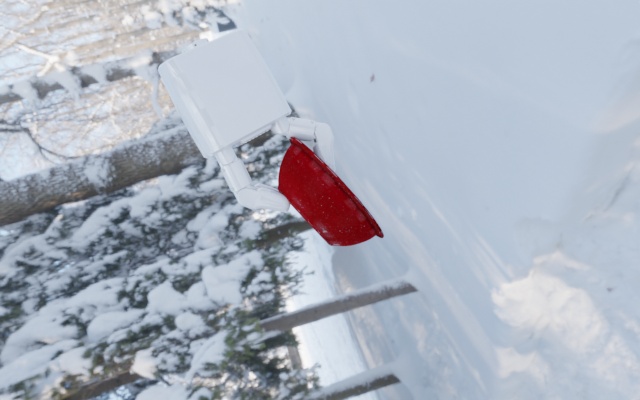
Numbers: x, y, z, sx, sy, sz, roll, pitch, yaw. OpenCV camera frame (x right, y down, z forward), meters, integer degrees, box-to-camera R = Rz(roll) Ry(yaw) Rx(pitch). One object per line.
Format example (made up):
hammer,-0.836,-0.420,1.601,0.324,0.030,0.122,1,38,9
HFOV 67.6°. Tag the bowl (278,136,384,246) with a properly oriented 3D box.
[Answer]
bowl,0.001,0.003,0.564,0.055,0.162,0.162,-43,3,-3
